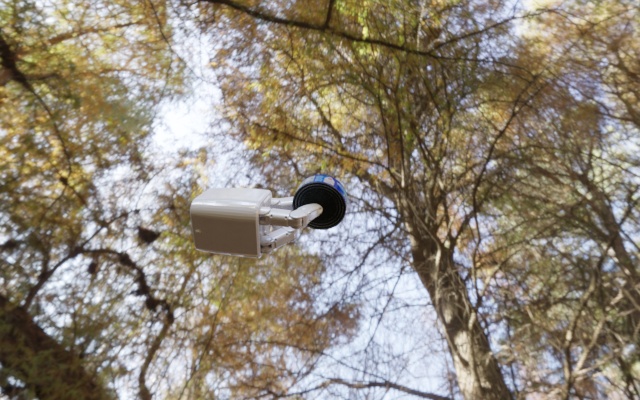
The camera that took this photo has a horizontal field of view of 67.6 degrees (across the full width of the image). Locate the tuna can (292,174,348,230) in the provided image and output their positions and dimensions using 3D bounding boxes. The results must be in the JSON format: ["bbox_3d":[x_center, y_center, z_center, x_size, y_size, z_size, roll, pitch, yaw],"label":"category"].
[{"bbox_3d":[0.000,0.002,0.761,0.086,0.086,0.033,0,28,10],"label":"tuna can"}]
